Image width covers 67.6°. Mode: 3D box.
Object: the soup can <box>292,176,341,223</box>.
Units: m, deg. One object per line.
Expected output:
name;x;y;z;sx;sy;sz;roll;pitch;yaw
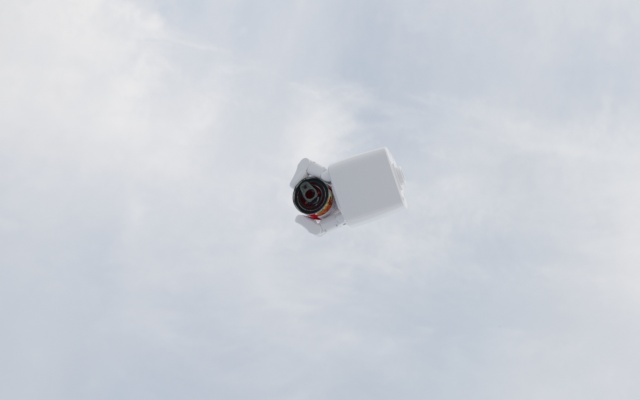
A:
soup can;0.000;0.003;0.859;0.068;0.068;0.102;0;-14;21
